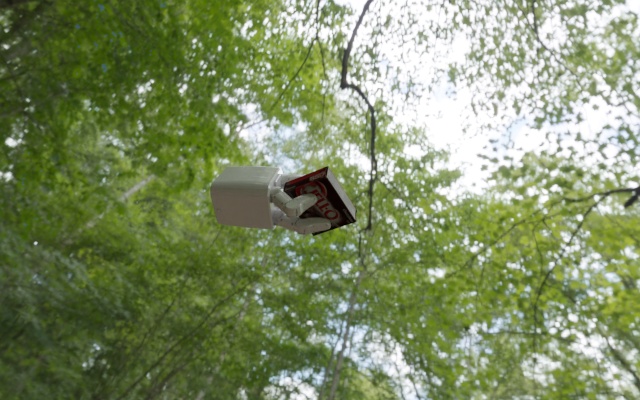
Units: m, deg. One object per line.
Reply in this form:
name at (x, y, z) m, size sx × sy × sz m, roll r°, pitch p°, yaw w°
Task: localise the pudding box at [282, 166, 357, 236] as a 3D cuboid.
pudding box at (0.000, 0.003, 0.839) m, size 0.090 × 0.113 × 0.039 m, roll -20°, pitch 36°, yaw 25°
